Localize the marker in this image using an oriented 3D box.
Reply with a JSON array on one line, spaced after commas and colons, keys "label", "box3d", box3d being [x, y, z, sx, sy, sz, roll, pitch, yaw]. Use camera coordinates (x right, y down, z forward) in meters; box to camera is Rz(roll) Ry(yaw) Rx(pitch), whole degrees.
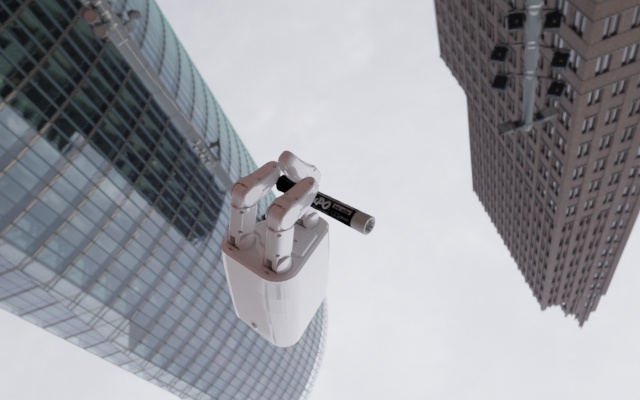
[{"label": "marker", "box3d": [0.000, 0.001, 0.469, 0.121, 0.020, 0.020, 26, 15, 34]}]
